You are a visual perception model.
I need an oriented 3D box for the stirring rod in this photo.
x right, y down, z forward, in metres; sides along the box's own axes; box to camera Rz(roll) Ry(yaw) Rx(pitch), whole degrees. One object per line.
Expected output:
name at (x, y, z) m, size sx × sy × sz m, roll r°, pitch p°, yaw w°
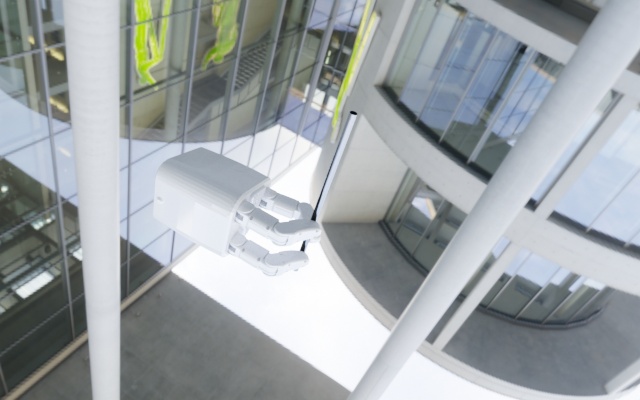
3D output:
stirring rod at (0.000, 0.002, 0.545) m, size 0.011 × 0.240 × 0.011 m, roll 12°, pitch 40°, yaw -10°
